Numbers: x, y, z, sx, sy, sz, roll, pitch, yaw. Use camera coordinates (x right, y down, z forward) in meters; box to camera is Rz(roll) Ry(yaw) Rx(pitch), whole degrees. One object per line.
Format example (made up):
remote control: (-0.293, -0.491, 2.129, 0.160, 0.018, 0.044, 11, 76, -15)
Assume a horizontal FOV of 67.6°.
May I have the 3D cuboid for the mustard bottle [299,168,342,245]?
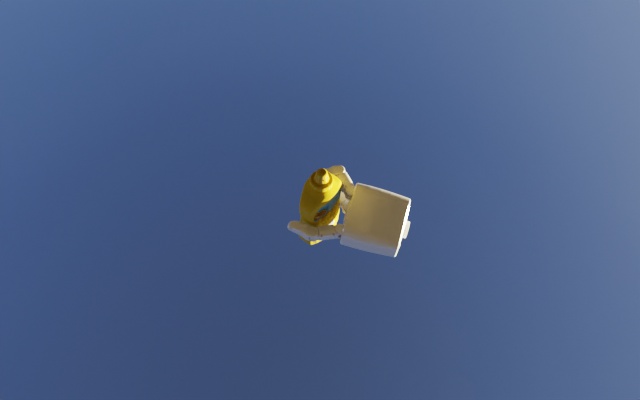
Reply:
mustard bottle: (0.000, 0.003, 0.890, 0.058, 0.096, 0.192, 37, -26, 19)
